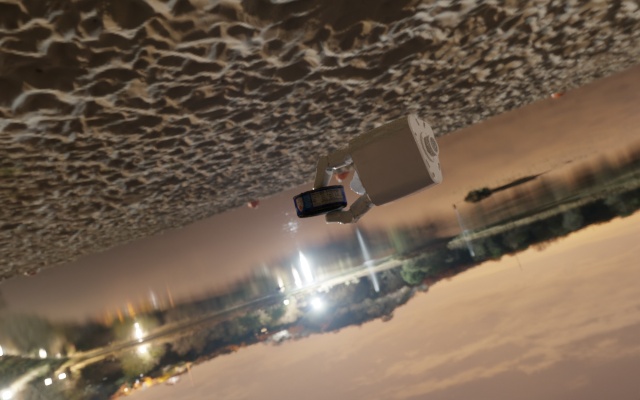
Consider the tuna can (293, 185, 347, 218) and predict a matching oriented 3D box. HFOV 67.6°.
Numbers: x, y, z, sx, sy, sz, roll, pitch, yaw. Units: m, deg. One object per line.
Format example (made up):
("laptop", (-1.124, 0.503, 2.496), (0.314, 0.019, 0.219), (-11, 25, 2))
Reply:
("tuna can", (0.000, 0.003, 0.778), (0.086, 0.033, 0.086), (-13, -8, -2))
